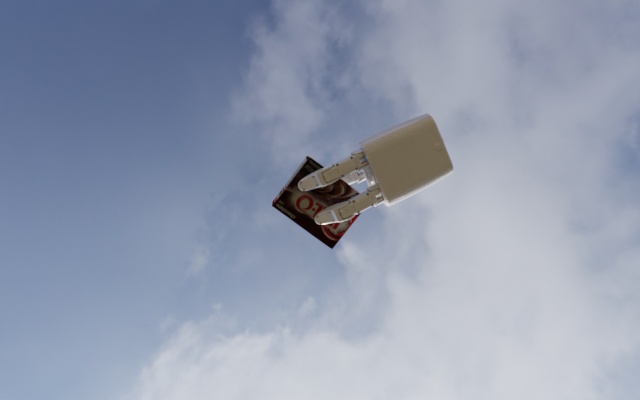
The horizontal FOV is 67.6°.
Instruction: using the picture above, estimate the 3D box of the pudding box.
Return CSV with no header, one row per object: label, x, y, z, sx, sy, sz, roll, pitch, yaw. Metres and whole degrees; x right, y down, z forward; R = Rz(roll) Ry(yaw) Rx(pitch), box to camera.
pudding box,0.000,0.002,0.697,0.113,0.090,0.039,36,7,-9
